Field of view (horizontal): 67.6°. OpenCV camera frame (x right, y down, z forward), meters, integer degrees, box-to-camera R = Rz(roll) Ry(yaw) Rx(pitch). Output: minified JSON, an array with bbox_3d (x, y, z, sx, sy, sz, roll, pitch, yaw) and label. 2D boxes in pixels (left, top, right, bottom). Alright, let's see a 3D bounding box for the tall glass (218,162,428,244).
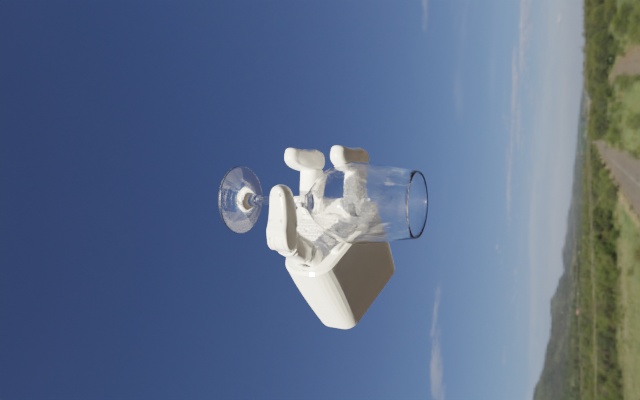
[{"bbox_3d":[-0.001,0.001,0.473,0.201,0.079,0.079,1,1,29],"label":"tall glass"}]
